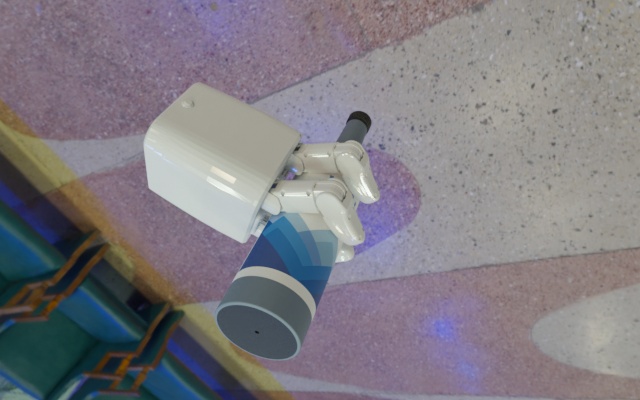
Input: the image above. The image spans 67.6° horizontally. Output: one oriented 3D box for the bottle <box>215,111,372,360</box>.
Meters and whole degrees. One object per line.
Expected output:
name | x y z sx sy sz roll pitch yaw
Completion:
bottle | 0.000 0.002 0.443 0.069 0.069 0.295 0 39 23
